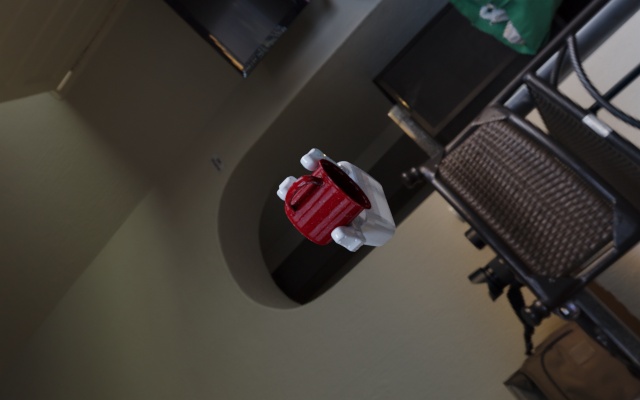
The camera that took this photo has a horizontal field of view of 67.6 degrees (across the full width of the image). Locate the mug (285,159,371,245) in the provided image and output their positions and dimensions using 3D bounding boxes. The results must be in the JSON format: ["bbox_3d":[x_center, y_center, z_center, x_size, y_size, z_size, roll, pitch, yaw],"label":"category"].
[{"bbox_3d":[-0.001,0.002,0.629,0.117,0.081,0.093,23,27,-51],"label":"mug"}]
